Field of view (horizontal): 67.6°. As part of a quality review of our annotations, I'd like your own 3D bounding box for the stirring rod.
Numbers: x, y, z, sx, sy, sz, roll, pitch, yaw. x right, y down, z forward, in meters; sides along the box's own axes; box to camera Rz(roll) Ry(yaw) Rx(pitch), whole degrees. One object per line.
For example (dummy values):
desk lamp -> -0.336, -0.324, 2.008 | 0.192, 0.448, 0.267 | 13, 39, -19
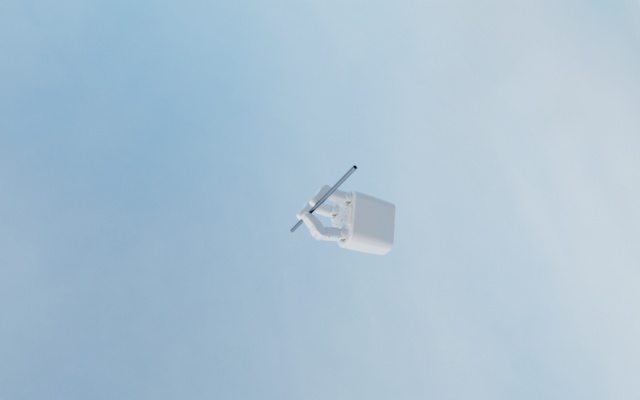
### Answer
stirring rod -> 0.000, 0.003, 0.892 | 0.011, 0.011, 0.240 | 0, -30, -34
